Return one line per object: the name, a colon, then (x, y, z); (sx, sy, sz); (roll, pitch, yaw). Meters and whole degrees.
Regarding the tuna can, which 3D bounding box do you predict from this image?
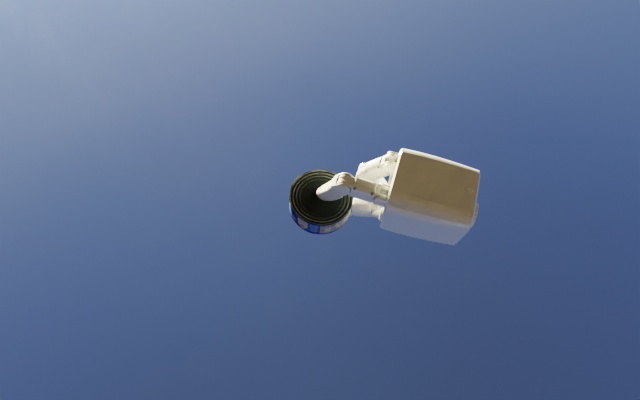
tuna can: (0.000, 0.002, 0.649); (0.086, 0.086, 0.034); (0, -30, -4)
